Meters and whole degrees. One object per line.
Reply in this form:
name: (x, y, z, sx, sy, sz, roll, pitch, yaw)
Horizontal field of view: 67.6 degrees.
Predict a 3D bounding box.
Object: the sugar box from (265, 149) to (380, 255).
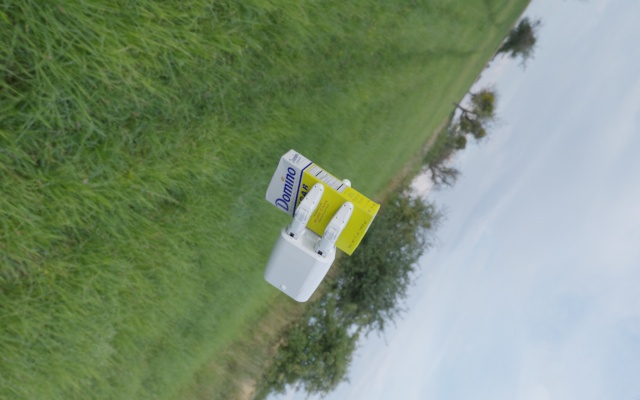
sugar box: (0.000, 0.003, 0.782, 0.176, 0.093, 0.048, 31, 34, 7)
